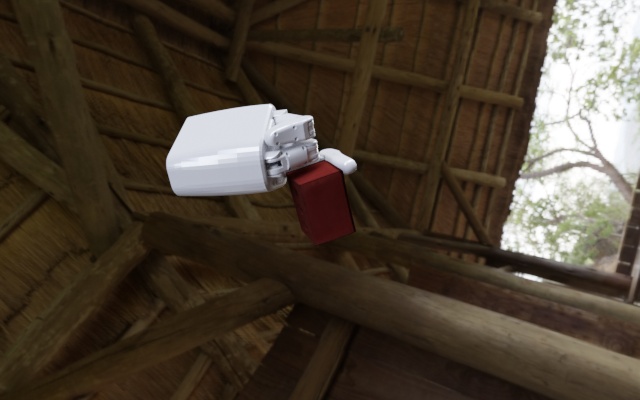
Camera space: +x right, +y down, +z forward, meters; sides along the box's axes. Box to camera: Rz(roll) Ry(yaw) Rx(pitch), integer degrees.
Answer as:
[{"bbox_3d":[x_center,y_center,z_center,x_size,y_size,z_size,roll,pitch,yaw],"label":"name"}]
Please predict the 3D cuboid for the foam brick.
[{"bbox_3d":[0.000,0.002,0.538,0.051,0.078,0.053,-21,24,-15],"label":"foam brick"}]
